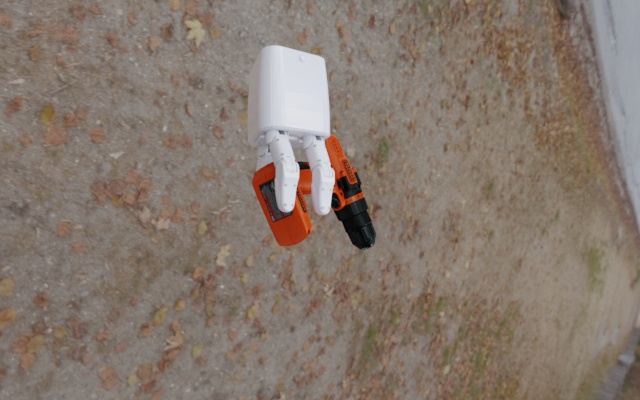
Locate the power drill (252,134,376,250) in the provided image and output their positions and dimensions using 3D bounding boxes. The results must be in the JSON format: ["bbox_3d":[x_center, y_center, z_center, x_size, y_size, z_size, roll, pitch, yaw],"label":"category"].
[{"bbox_3d":[0.000,0.002,0.664,0.057,0.184,0.187,-26,-2,32],"label":"power drill"}]
